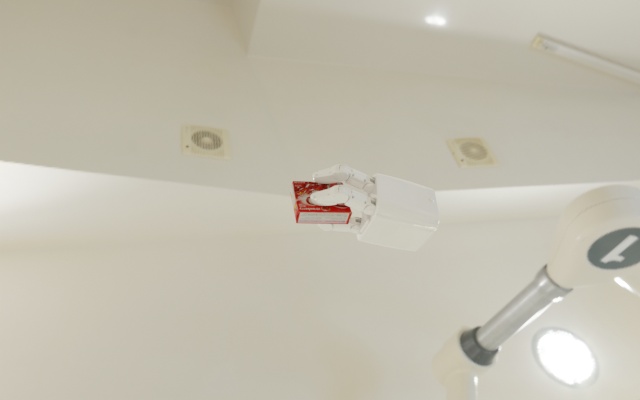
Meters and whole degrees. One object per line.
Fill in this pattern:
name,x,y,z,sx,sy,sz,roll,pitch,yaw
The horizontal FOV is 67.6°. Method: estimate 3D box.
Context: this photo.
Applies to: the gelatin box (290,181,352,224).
gelatin box,0.000,0.003,0.773,0.089,0.030,0.073,1,43,-14
